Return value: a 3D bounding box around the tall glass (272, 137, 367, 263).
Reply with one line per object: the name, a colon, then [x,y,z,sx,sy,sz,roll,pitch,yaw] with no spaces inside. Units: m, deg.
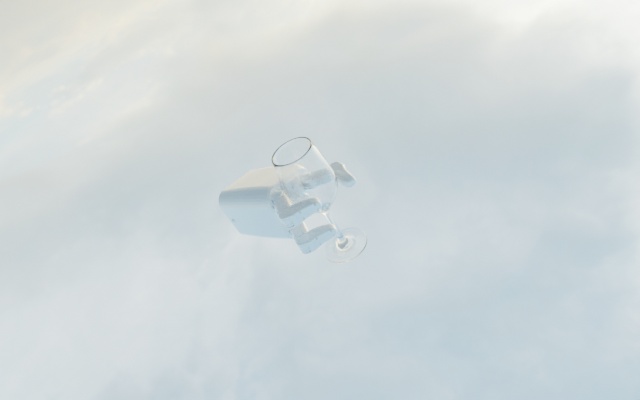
tall glass: [0.001,0.003,0.712,0.079,0.201,0.079,-18,37,15]
